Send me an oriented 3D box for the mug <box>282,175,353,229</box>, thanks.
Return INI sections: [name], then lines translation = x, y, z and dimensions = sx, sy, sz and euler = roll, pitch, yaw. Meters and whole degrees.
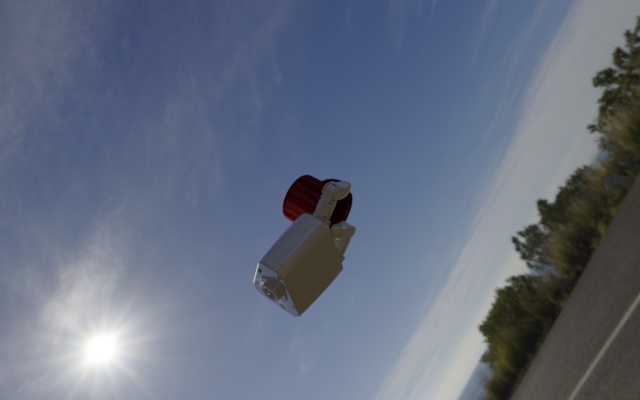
[mug]
translation = 0.001, 0.002, 0.778
dimensions = 0.081, 0.093, 0.117
euler = 28, 55, 24
